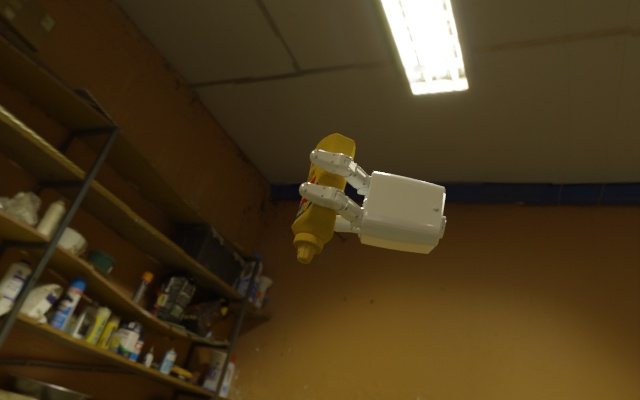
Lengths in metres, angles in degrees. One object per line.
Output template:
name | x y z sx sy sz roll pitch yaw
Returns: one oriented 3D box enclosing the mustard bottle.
mustard bottle | 0.000 0.002 0.692 0.058 0.191 0.096 23 -31 -13
